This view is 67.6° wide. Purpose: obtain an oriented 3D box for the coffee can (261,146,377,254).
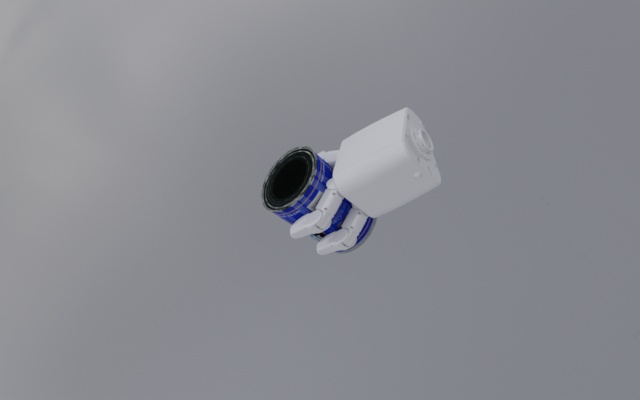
[{"bbox_3d":[0.000,0.002,0.688,0.103,0.102,0.140,0,-28,47],"label":"coffee can"}]
